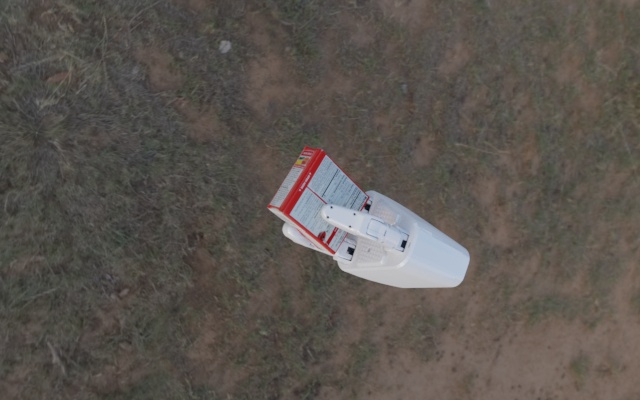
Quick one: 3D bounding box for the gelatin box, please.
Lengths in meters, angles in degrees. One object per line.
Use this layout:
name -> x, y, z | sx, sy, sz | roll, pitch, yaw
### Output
gelatin box -> 0.000, 0.001, 0.477 | 0.030, 0.073, 0.089 | 16, -20, 49
